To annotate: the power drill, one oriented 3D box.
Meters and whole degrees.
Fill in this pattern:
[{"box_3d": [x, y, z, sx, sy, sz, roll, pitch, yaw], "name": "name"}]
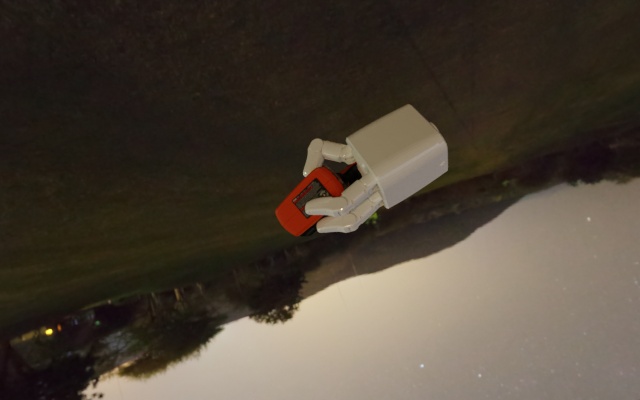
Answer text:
[{"box_3d": [0.000, 0.002, 0.753, 0.184, 0.057, 0.187, -46, -8, 17], "name": "power drill"}]
